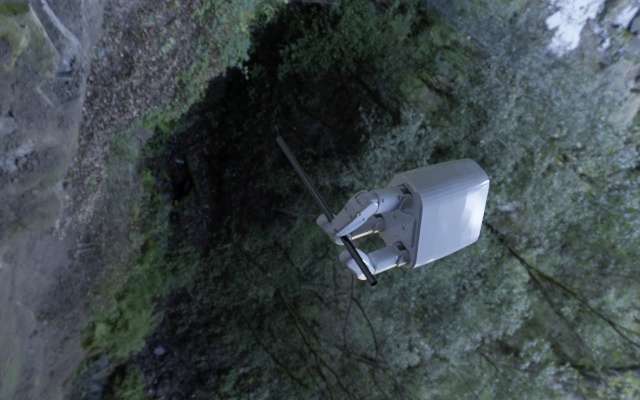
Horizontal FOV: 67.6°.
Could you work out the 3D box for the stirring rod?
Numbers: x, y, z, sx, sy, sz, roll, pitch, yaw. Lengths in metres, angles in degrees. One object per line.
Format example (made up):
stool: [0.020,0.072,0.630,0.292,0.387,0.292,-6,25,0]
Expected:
stirring rod: [0.000,0.002,0.550,0.011,0.011,0.239,0,43,-38]
